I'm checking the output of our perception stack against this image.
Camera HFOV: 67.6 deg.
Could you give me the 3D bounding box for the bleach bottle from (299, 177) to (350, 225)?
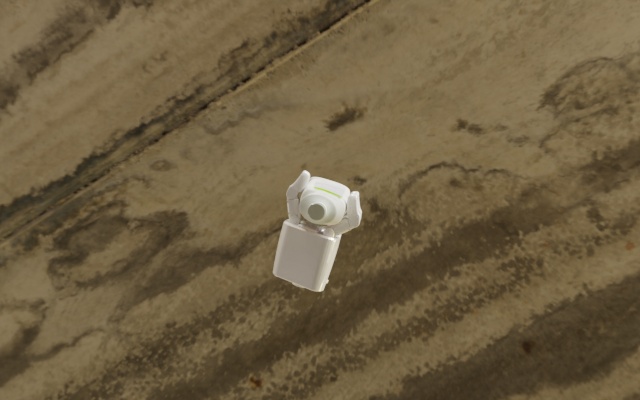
[{"bbox_3d":[0.000,0.003,0.894,0.102,0.068,0.251,15,8,5],"label":"bleach bottle"}]
